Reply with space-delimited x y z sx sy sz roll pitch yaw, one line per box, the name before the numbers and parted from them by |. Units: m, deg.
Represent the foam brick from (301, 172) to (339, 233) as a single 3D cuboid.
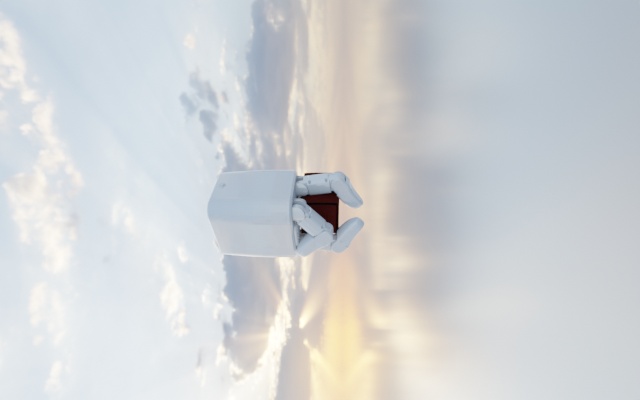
foam brick | 0.000 0.002 0.666 0.051 0.053 0.078 0 35 3
